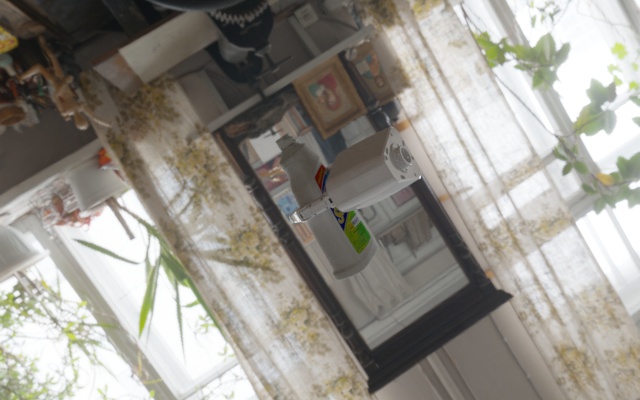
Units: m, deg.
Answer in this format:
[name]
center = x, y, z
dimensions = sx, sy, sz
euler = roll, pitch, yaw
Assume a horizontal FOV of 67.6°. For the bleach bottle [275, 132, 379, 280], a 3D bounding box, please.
[bleach bottle]
center = 0.000, 0.003, 0.799
dimensions = 0.068, 0.251, 0.102
euler = -28, 8, 34
